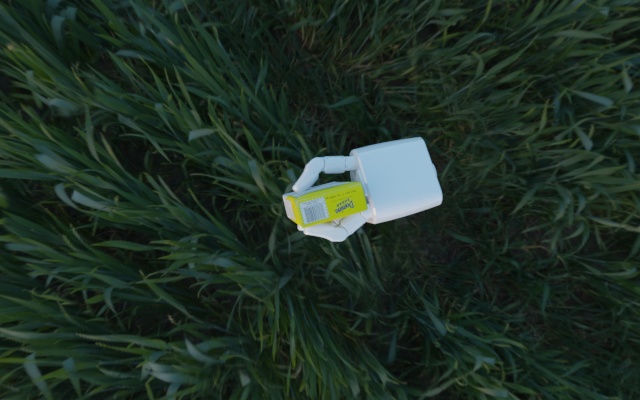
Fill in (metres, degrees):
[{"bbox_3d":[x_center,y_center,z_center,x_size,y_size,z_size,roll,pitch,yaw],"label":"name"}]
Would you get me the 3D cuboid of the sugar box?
[{"bbox_3d":[0.000,0.003,0.698,0.093,0.048,0.176,-14,2,-8],"label":"sugar box"}]
